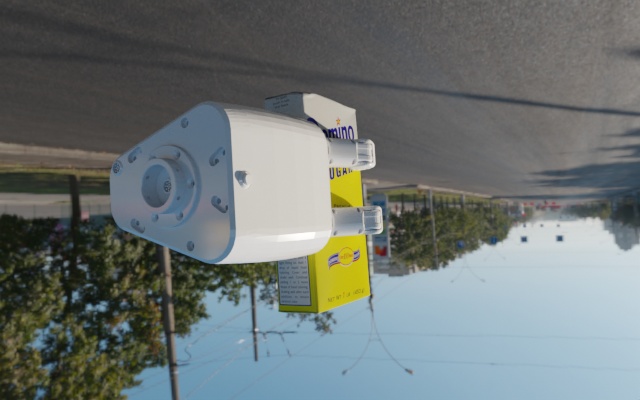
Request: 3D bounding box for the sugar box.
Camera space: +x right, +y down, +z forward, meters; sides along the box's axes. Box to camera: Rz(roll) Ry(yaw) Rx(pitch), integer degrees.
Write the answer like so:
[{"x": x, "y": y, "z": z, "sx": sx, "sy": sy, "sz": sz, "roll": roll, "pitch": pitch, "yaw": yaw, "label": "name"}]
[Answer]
[{"x": 0.000, "y": 0.001, "z": 0.415, "sx": 0.048, "sy": 0.176, "sz": 0.093, "roll": -3, "pitch": -2, "yaw": 32, "label": "sugar box"}]
